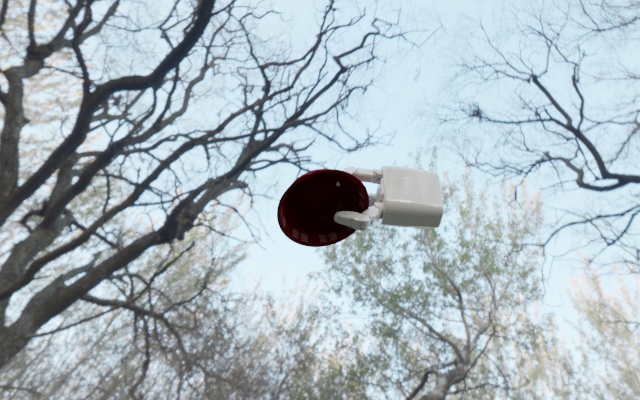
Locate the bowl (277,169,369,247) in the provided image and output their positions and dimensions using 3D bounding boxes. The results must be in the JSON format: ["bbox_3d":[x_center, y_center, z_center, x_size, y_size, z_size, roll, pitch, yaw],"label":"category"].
[{"bbox_3d":[-0.001,0.002,0.829,0.162,0.162,0.055,0,34,-16],"label":"bowl"}]
